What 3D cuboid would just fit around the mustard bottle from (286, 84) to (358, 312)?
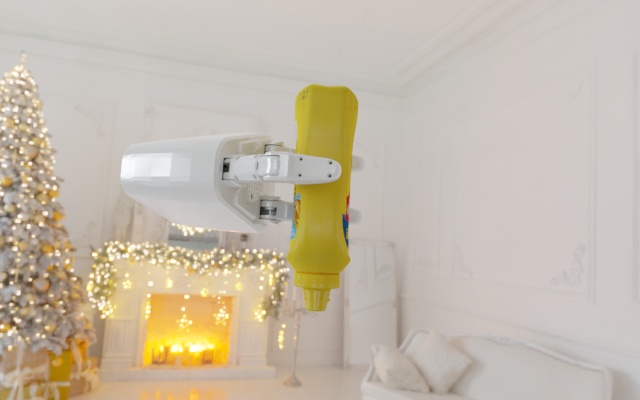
[{"bbox_3d":[0.000,0.001,0.428,0.058,0.191,0.096,4,-5,-3],"label":"mustard bottle"}]
